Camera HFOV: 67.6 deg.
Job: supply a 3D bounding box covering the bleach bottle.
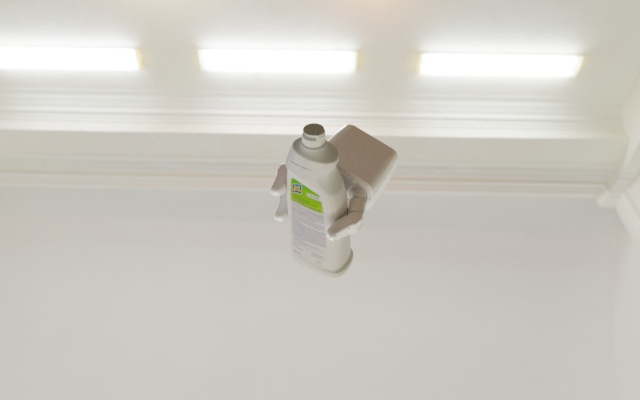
[{"bbox_3d":[0.000,0.002,0.697,0.102,0.251,0.068,21,47,21],"label":"bleach bottle"}]
